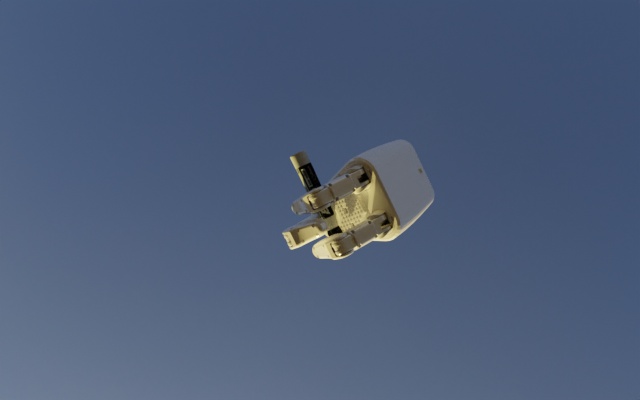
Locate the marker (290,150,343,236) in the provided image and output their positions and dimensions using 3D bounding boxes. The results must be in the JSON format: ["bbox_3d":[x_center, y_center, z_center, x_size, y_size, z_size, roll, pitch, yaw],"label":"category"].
[{"bbox_3d":[0.000,0.002,0.535,0.020,0.121,0.020,-25,4,2],"label":"marker"}]
